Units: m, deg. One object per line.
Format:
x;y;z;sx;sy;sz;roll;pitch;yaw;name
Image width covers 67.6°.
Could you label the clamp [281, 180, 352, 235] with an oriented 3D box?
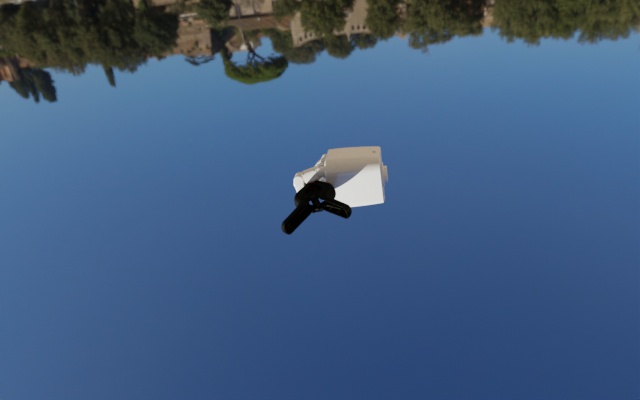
0.000;0.003;0.856;0.120;0.039;0.171;-7;27;10;clamp
